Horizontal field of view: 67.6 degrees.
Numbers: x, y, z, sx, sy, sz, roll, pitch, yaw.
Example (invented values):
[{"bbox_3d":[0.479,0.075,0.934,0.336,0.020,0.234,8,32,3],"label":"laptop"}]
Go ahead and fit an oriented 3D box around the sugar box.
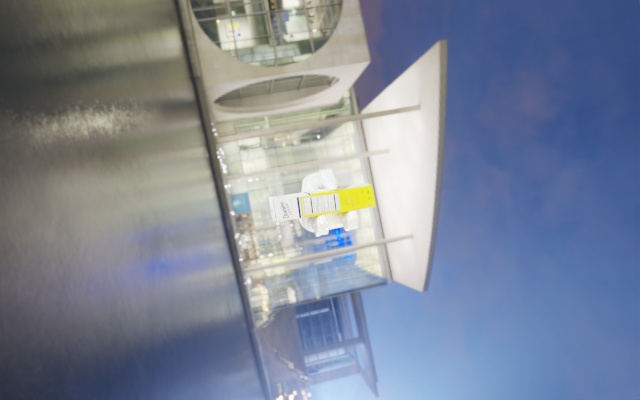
[{"bbox_3d":[0.000,0.003,0.851,0.176,0.048,0.093,-11,5,-9],"label":"sugar box"}]
